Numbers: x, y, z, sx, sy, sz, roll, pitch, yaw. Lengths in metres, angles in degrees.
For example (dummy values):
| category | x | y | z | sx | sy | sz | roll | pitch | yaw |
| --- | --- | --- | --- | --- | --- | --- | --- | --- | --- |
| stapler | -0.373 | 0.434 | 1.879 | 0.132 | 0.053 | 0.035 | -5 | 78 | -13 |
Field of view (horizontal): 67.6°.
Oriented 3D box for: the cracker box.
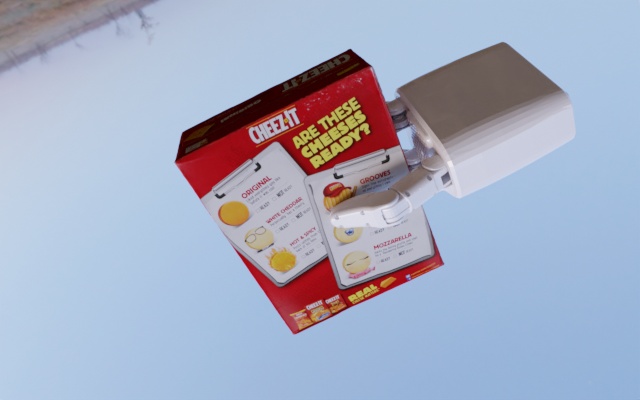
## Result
| category | x | y | z | sx | sy | sz | roll | pitch | yaw |
| --- | --- | --- | --- | --- | --- | --- | --- | --- | --- |
| cracker box | 0.000 | 0.002 | 0.429 | 0.164 | 0.214 | 0.072 | -26 | 32 | 3 |
